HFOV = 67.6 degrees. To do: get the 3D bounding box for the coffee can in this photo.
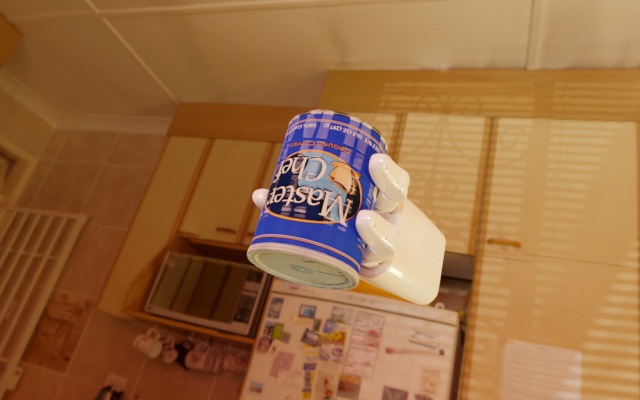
[{"bbox_3d":[0.000,0.002,0.452,0.103,0.140,0.103,13,-22,5],"label":"coffee can"}]
